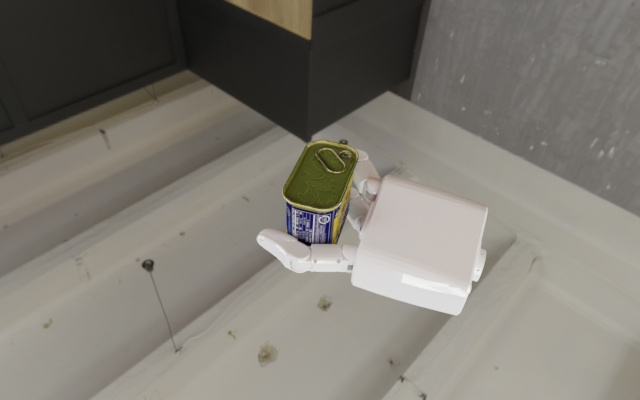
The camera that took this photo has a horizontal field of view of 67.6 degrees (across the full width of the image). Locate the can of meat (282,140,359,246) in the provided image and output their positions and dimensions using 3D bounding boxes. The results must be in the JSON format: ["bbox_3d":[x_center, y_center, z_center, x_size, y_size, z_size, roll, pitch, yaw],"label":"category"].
[{"bbox_3d":[0.000,0.002,0.494,0.057,0.084,0.102,13,45,10],"label":"can of meat"}]
